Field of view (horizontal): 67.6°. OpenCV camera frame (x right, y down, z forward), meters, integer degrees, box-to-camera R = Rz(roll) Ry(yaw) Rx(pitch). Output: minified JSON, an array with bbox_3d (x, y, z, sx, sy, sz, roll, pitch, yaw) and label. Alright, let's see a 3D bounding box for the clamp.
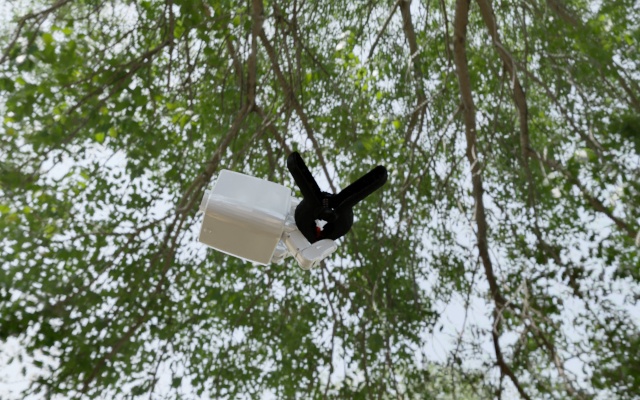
[{"bbox_3d":[0.000,0.002,0.612,0.120,0.039,0.172,19,-44,-8],"label":"clamp"}]
